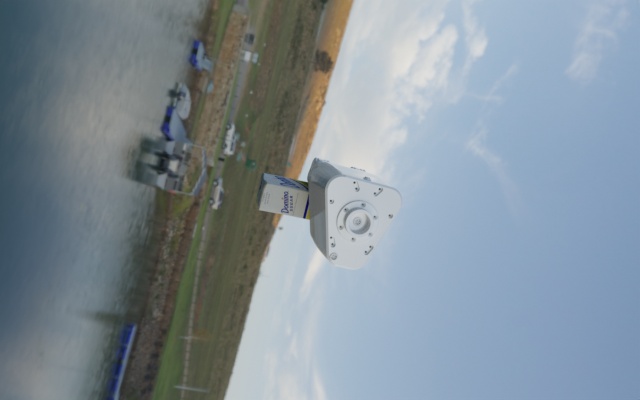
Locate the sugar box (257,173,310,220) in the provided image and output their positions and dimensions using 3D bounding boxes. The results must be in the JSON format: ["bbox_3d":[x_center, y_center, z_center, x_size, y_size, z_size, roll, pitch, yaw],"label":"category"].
[{"bbox_3d":[0.000,0.002,0.679,0.176,0.048,0.093,14,9,-12],"label":"sugar box"}]
